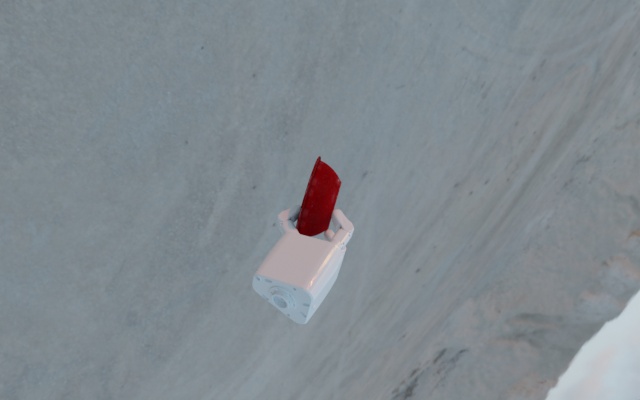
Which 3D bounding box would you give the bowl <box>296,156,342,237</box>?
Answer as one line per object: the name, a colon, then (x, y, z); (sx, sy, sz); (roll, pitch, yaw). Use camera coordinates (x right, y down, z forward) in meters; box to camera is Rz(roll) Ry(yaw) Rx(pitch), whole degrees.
bowl: (0.001, 0.002, 0.880); (0.055, 0.162, 0.162); (16, 0, 2)
